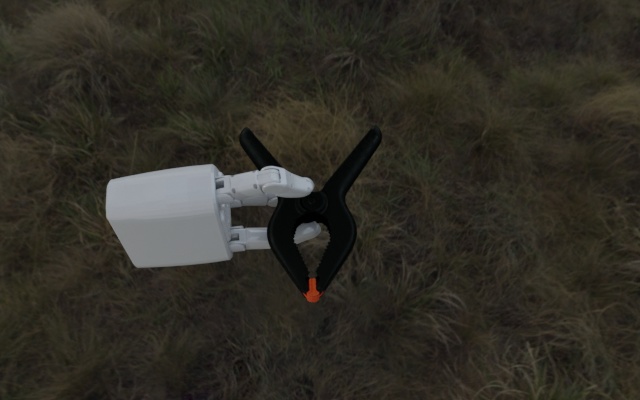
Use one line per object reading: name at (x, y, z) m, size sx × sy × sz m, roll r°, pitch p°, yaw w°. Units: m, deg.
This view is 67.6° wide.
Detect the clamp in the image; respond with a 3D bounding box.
clamp at (0.000, 0.002, 0.519) m, size 0.164 × 0.210 × 0.036 m, roll -8°, pitch -25°, yaw -2°
